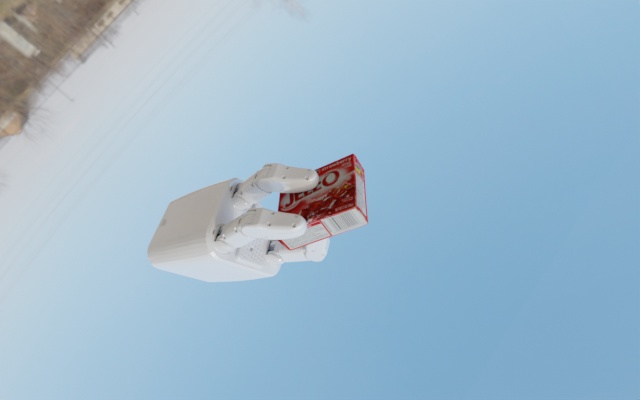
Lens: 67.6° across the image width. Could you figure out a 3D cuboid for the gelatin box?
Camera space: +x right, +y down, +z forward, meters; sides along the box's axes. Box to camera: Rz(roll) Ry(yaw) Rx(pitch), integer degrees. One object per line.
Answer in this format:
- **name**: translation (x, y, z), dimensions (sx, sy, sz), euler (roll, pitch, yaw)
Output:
- **gelatin box**: translation (0.001, 0.002, 0.467), dimensions (0.089, 0.073, 0.030), euler (-21, -48, 22)
